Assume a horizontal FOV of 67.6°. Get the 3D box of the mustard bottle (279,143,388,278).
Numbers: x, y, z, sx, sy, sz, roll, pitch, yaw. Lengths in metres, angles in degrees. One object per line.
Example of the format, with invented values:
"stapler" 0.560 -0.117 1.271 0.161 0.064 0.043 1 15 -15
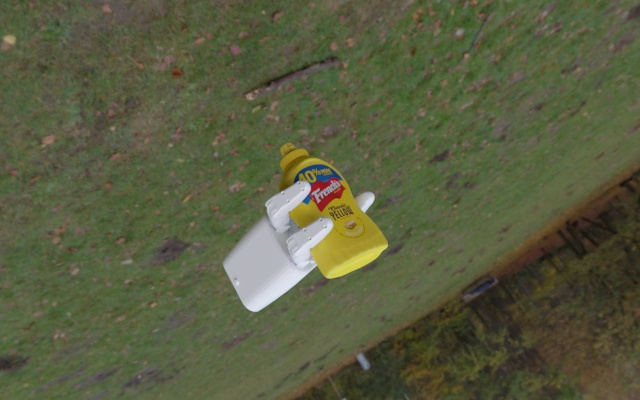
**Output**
"mustard bottle" 0.000 0.002 0.624 0.096 0.191 0.058 -18 -24 -34
